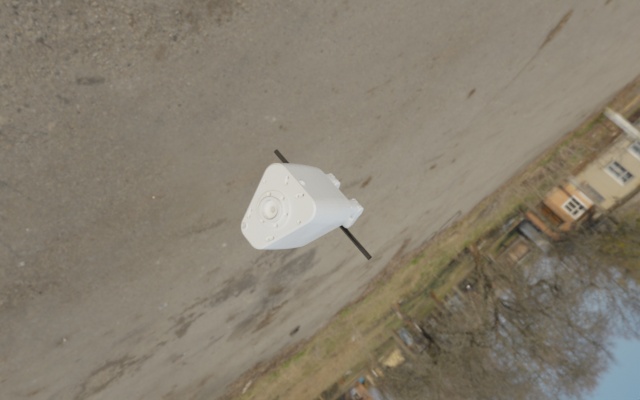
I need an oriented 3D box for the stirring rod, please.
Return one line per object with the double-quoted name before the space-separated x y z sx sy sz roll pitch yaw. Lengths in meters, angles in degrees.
"stirring rod" 0.000 0.002 0.763 0.011 0.239 0.011 -36 -19 -15
